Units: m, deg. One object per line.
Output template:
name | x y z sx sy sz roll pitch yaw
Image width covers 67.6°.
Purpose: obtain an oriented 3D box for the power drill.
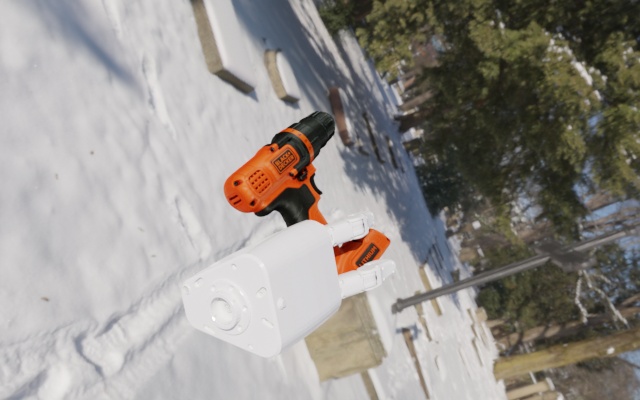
power drill | 0.000 0.002 0.559 0.057 0.188 0.184 -26 15 50
